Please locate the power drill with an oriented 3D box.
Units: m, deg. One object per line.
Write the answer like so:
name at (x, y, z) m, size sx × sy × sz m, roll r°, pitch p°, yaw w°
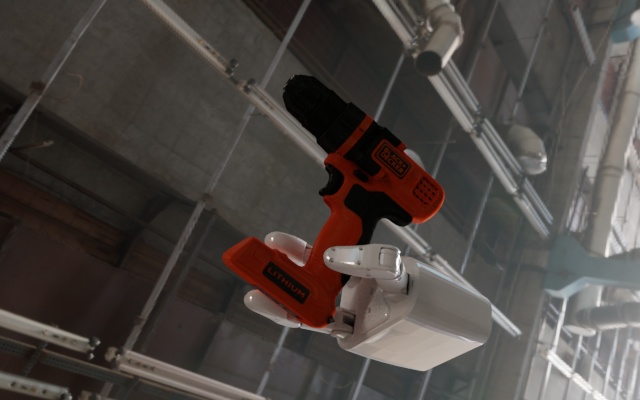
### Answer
power drill at (0.000, 0.002, 0.426) m, size 0.184 × 0.187 × 0.057 m, roll 40°, pitch -16°, yaw -5°
